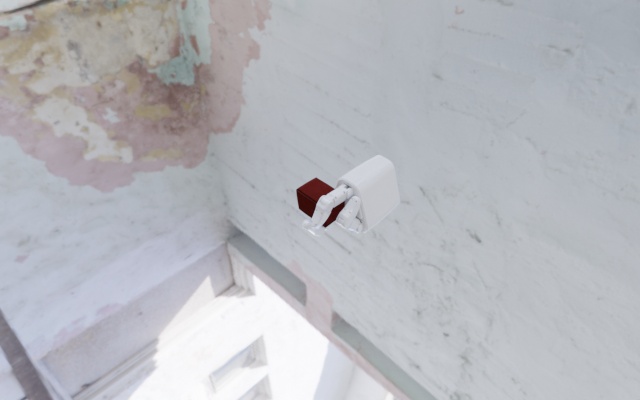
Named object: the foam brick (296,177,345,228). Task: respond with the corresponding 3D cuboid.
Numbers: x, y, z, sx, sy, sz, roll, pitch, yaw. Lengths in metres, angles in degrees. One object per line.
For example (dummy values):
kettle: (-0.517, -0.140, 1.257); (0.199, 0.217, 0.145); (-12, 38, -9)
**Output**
foam brick: (0.000, 0.003, 0.898); (0.051, 0.053, 0.078); (-36, 53, -29)
